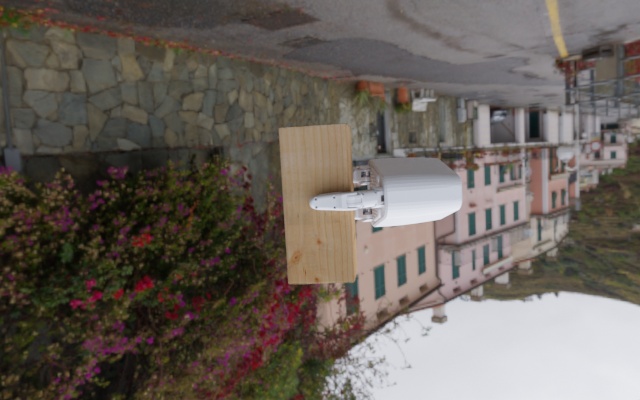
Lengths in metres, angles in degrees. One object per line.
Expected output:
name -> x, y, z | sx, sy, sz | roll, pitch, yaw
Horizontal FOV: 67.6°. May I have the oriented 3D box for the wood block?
wood block -> 0.000, 0.002, 0.657 | 0.090, 0.206, 0.091 | -3, 5, 7
